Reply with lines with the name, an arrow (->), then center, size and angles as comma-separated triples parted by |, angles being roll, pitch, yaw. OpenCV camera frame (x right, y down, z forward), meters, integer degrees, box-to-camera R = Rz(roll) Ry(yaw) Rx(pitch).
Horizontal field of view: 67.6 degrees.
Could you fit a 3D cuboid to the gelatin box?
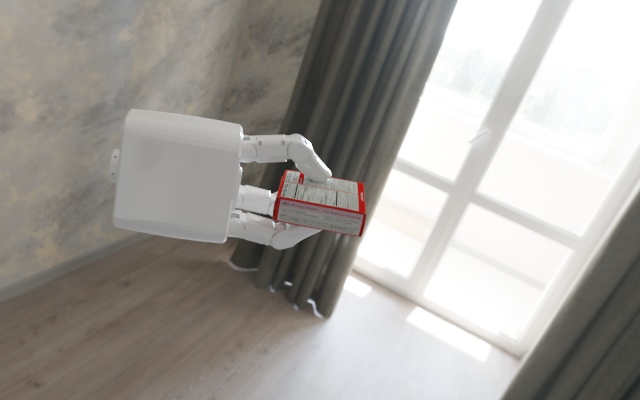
gelatin box -> 0.000, 0.001, 0.484 | 0.089, 0.030, 0.073 | 10, 25, -2
